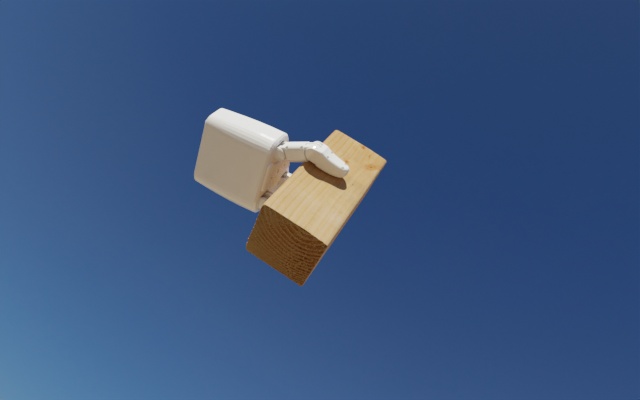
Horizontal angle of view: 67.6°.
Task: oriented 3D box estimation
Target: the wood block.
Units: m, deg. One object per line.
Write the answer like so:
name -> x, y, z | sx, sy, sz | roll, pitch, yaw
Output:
wood block -> 0.000, 0.002, 0.642 | 0.090, 0.091, 0.206 | 33, 43, 5
